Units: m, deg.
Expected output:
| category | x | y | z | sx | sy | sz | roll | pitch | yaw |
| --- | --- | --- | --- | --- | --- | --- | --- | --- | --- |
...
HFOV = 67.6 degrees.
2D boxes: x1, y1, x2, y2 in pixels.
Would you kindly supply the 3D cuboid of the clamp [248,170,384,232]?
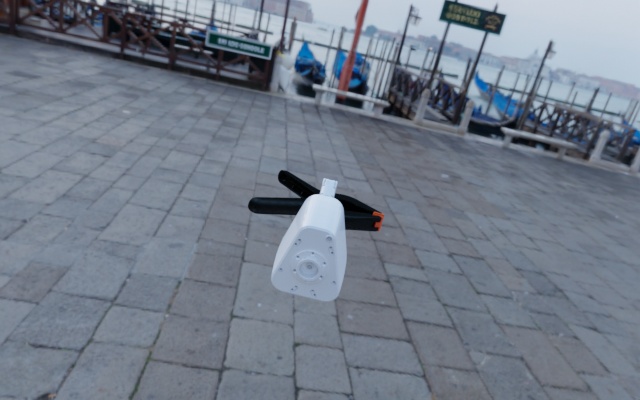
| category | x | y | z | sx | sy | sz | roll | pitch | yaw |
| --- | --- | --- | --- | --- | --- | --- | --- | --- | --- |
| clamp | 0.001 | 0.002 | 0.790 | 0.210 | 0.036 | 0.164 | 14 | 24 | 1 |
